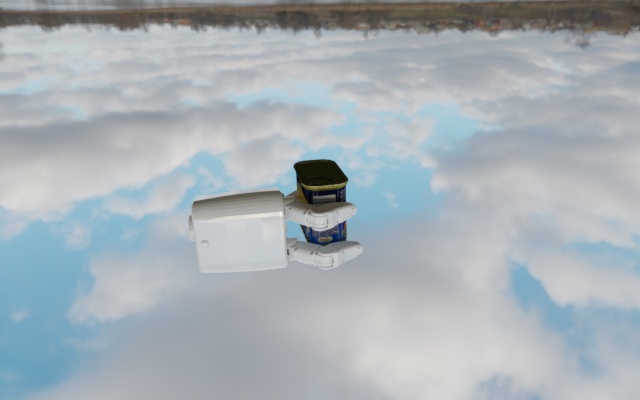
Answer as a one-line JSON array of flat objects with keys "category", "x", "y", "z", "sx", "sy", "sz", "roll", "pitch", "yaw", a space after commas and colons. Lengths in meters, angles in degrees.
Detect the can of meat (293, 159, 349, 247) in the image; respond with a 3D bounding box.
[{"category": "can of meat", "x": 0.000, "y": 0.002, "z": 0.613, "sx": 0.057, "sy": 0.084, "sz": 0.102, "roll": -6, "pitch": 23, "yaw": -10}]
